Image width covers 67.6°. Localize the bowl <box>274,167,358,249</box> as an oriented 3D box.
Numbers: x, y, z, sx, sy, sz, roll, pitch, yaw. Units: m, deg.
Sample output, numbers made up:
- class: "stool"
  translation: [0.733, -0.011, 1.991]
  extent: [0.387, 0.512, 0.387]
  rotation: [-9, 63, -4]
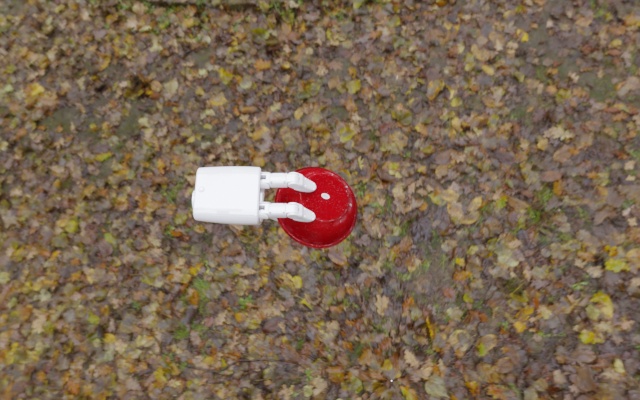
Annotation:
- class: "bowl"
  translation: [0.002, 0.003, 0.868]
  extent: [0.162, 0.162, 0.055]
  rotation: [0, -20, -17]
